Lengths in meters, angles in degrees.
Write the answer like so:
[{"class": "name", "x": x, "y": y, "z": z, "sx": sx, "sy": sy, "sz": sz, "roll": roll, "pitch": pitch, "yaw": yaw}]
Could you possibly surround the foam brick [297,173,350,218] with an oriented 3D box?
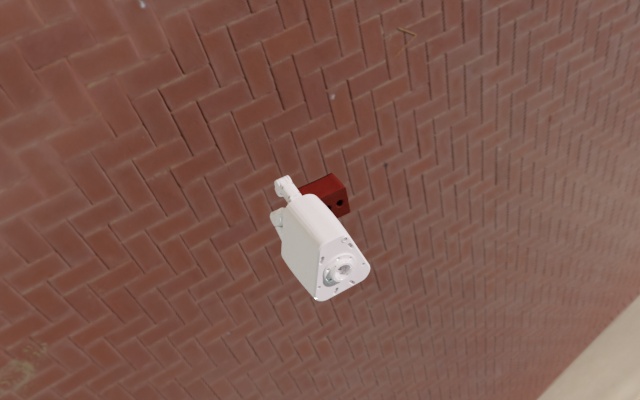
[{"class": "foam brick", "x": 0.000, "y": 0.002, "z": 0.752, "sx": 0.078, "sy": 0.053, "sz": 0.051, "roll": -25, "pitch": 38, "yaw": -15}]
